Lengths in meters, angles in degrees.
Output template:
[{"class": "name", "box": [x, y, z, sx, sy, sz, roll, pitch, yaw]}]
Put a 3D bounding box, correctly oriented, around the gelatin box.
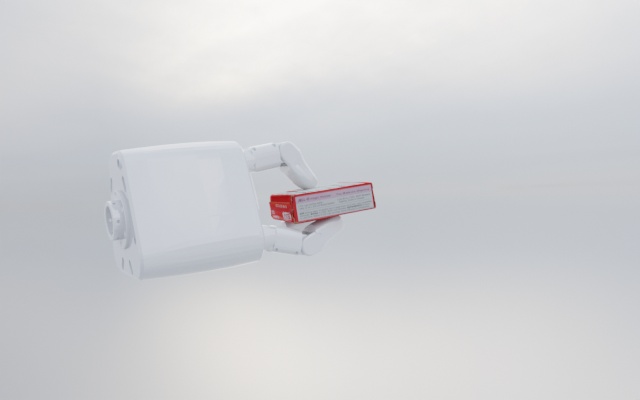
[{"class": "gelatin box", "box": [0.000, 0.001, 0.489, 0.089, 0.030, 0.073, -11, 6, -22]}]
